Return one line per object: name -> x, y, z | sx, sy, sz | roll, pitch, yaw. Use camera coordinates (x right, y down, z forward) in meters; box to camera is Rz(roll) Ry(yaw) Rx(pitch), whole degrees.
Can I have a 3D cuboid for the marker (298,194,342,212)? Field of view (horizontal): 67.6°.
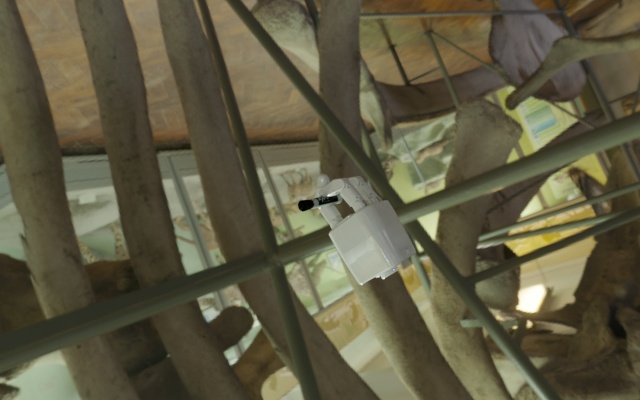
marker -> 0.000, 0.003, 0.811 | 0.020, 0.020, 0.121 | 0, 6, 32
